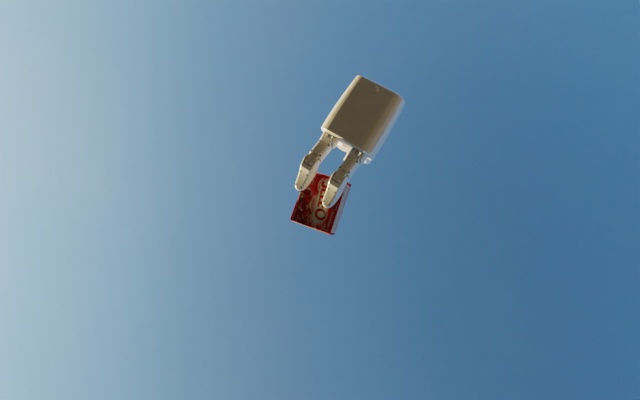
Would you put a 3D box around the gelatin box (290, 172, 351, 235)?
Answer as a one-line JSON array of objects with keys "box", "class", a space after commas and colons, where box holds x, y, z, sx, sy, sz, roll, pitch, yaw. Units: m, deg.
[{"box": [0.000, 0.003, 0.771, 0.073, 0.089, 0.030, 18, -1, 20], "class": "gelatin box"}]
